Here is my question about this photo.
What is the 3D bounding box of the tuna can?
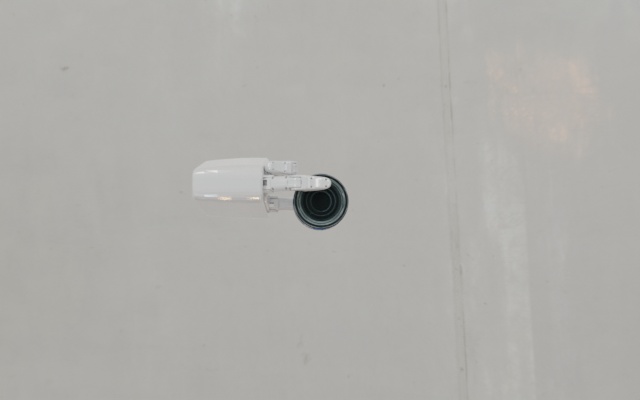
[{"bbox_3d":[0.000,0.002,0.733,0.086,0.086,0.034,0,-6,-3],"label":"tuna can"}]
